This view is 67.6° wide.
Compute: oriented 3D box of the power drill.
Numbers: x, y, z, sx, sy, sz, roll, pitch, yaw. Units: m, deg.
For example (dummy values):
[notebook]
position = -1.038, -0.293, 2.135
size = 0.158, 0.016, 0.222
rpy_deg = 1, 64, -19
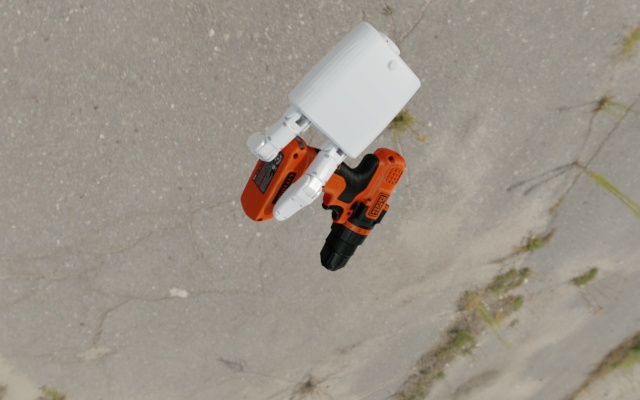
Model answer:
[power drill]
position = 0.000, 0.002, 0.588
size = 0.188, 0.184, 0.057
rpy_deg = 14, 21, -40
